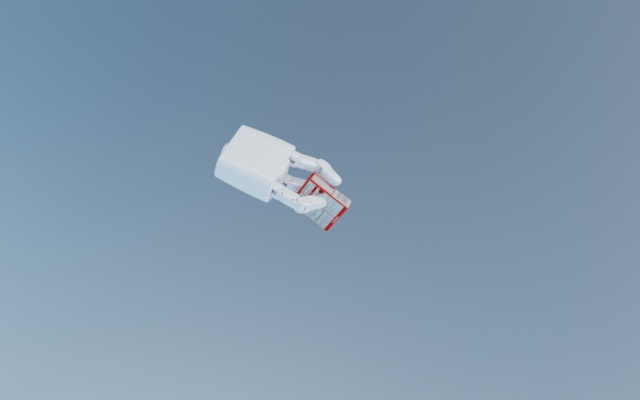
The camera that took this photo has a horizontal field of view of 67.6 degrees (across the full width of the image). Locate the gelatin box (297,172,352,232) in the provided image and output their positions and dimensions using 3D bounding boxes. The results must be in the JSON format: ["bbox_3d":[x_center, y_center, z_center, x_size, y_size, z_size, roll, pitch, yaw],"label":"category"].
[{"bbox_3d":[0.000,0.003,0.864,0.089,0.073,0.030,38,37,-3],"label":"gelatin box"}]
